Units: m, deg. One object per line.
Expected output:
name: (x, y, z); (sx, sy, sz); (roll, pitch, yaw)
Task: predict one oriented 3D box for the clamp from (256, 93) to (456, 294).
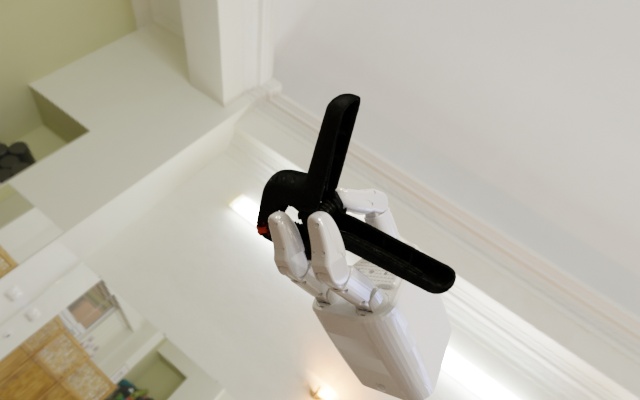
clamp: (0.000, 0.001, 0.410); (0.036, 0.164, 0.210); (-38, 21, -34)
